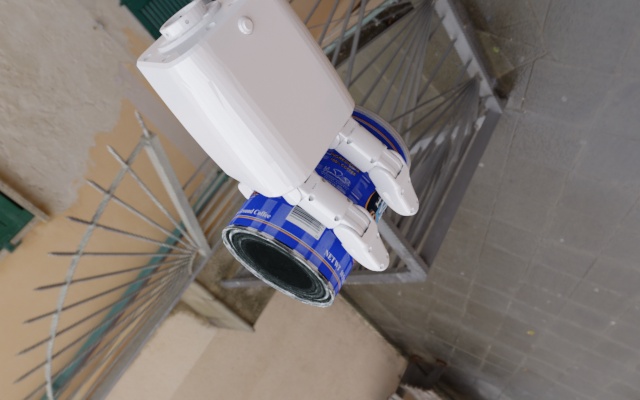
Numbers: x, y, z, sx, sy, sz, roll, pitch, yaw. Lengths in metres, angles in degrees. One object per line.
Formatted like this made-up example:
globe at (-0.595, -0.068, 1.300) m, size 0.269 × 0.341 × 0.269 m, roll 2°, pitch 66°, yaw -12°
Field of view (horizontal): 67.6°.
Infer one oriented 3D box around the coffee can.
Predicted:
coffee can at (0.000, 0.001, 0.401) m, size 0.103 × 0.140 × 0.103 m, roll 26°, pitch -27°, yaw 14°
